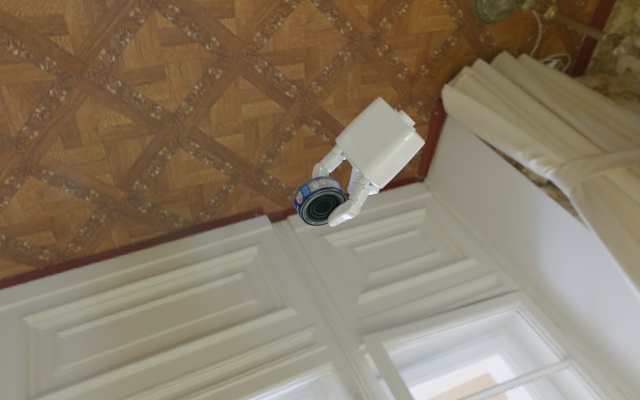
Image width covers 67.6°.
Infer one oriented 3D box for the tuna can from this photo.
[{"bbox_3d":[0.000,0.003,0.802,0.086,0.086,0.033,0,41,-26],"label":"tuna can"}]
